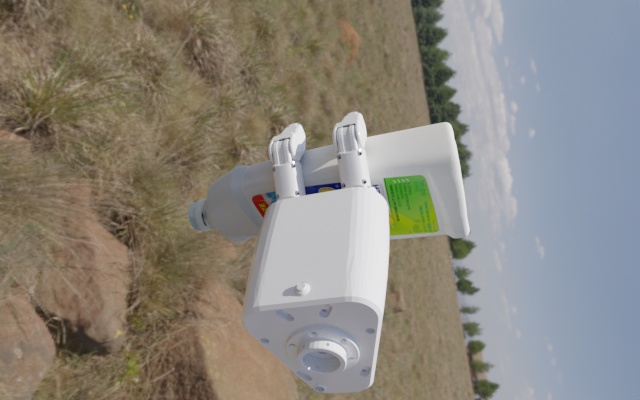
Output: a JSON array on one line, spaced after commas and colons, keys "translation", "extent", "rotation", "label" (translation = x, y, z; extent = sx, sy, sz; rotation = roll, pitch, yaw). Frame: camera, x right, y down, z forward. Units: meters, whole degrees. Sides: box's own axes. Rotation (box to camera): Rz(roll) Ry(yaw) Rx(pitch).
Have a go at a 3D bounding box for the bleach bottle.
[{"translation": [0.000, 0.001, 0.439], "extent": [0.251, 0.103, 0.068], "rotation": [-10, 38, 15], "label": "bleach bottle"}]
